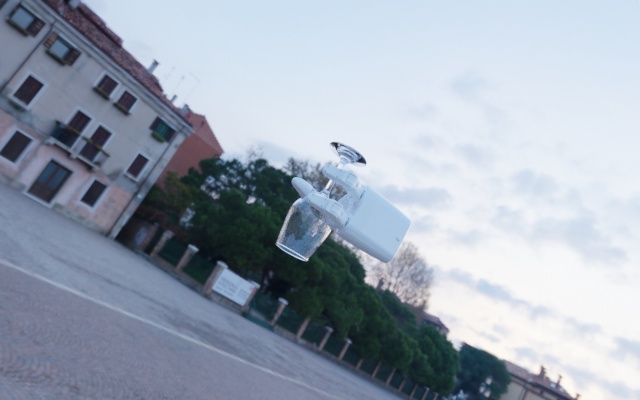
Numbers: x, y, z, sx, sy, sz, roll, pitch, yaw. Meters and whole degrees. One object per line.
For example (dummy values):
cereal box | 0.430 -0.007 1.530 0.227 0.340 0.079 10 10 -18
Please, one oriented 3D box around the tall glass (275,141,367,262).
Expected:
tall glass | 0.000 0.002 0.811 0.079 0.201 0.079 29 -13 7
